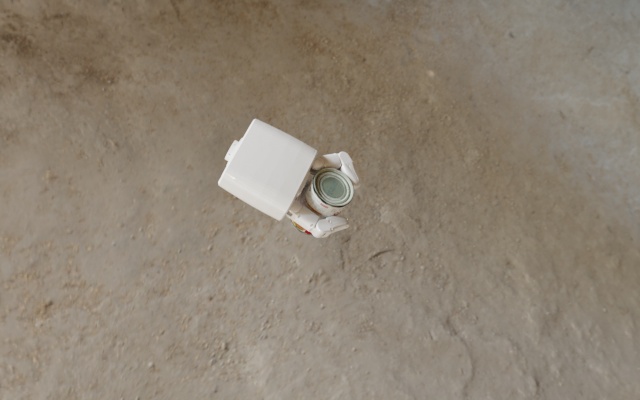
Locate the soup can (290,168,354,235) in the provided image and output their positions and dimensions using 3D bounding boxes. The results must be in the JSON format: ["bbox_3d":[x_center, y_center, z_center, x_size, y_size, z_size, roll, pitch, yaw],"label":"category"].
[{"bbox_3d":[0.001,0.003,0.734,0.068,0.068,0.102,0,-27,-26],"label":"soup can"}]
